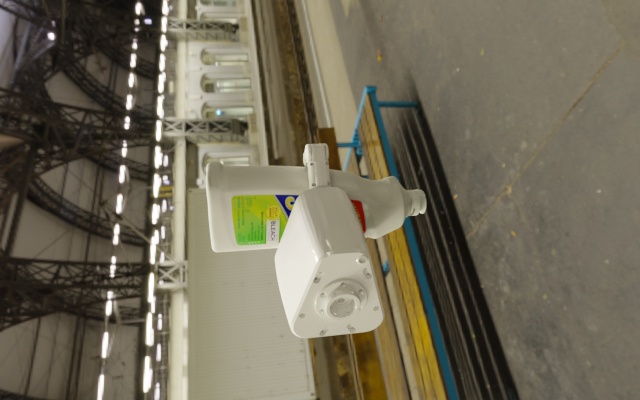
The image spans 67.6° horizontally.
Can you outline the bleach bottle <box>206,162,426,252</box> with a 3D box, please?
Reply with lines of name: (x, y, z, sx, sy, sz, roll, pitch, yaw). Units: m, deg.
bleach bottle: (0.000, 0.002, 0.552, 0.251, 0.103, 0.068, -4, 31, -10)
